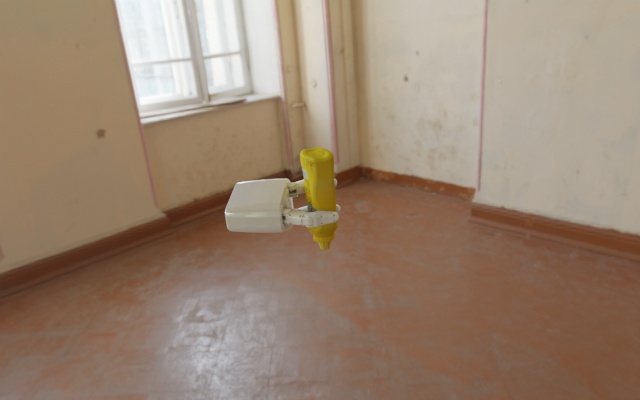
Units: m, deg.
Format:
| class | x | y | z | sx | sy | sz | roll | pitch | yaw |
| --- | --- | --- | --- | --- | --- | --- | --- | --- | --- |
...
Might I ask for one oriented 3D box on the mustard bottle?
| class | x | y | z | sx | sy | sz | roll | pitch | yaw |
| --- | --- | --- | --- | --- | --- | --- | --- | --- | --- |
| mustard bottle | 0.000 | 0.003 | 0.894 | 0.058 | 0.192 | 0.096 | -10 | 20 | -14 |
